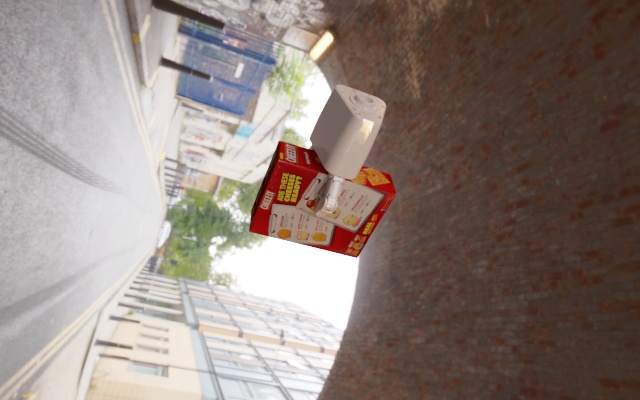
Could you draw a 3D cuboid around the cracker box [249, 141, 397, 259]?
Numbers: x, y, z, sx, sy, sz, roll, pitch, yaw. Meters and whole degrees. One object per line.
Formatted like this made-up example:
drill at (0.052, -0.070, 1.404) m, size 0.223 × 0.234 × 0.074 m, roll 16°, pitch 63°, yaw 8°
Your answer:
cracker box at (0.000, 0.003, 0.845) m, size 0.214 × 0.164 × 0.072 m, roll 16°, pitch 35°, yaw -16°
